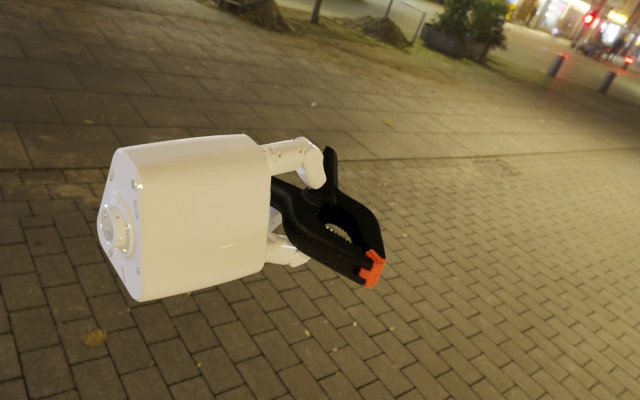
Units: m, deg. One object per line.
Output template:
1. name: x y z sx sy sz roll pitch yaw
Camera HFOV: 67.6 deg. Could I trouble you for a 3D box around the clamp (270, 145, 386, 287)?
1. clamp: 0.000 0.001 0.475 0.164 0.036 0.210 -14 43 -40
